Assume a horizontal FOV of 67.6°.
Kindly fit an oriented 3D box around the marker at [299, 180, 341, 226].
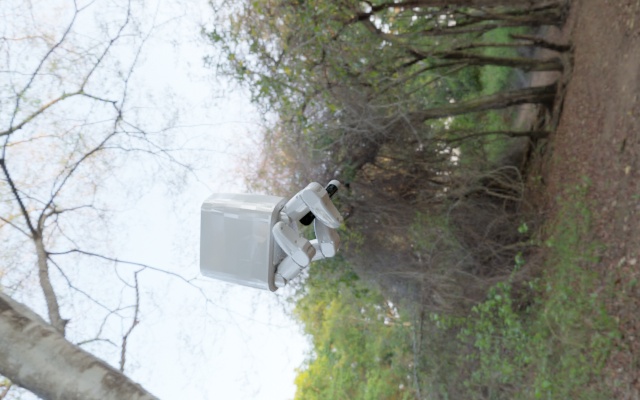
[{"bbox_3d":[0.000,0.002,0.631,0.020,0.020,0.121,0,22,22],"label":"marker"}]
